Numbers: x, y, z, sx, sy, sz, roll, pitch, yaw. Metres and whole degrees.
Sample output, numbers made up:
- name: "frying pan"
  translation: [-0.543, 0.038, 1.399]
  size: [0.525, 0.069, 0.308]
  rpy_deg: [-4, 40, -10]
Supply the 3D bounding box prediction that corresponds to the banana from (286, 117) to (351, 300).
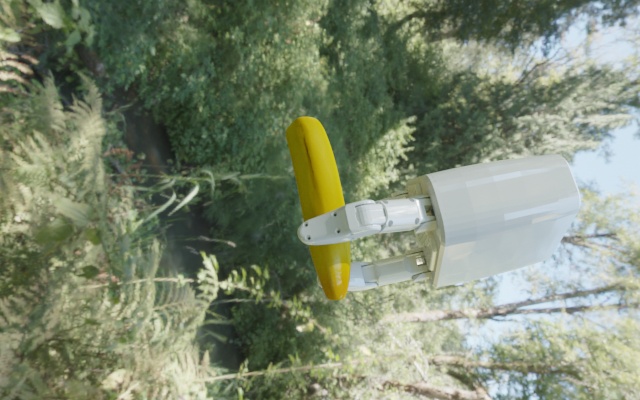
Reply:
- name: "banana"
  translation: [-0.003, -0.013, 0.410]
  size: [0.037, 0.197, 0.070]
  rpy_deg: [-12, -42, -3]
